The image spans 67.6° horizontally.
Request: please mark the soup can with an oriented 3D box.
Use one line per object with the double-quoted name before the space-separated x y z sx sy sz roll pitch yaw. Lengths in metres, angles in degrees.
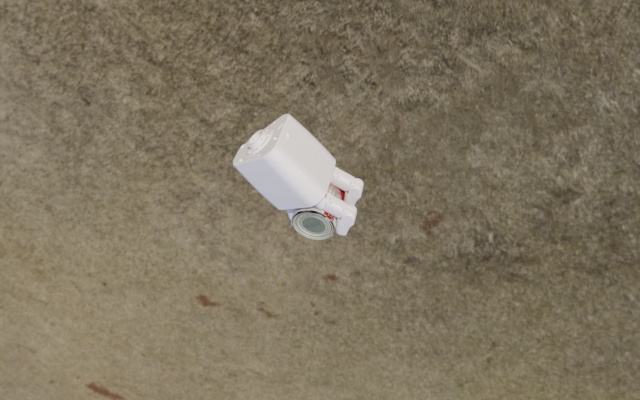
"soup can" 0.000 0.003 0.748 0.068 0.102 0.069 10 -41 9
